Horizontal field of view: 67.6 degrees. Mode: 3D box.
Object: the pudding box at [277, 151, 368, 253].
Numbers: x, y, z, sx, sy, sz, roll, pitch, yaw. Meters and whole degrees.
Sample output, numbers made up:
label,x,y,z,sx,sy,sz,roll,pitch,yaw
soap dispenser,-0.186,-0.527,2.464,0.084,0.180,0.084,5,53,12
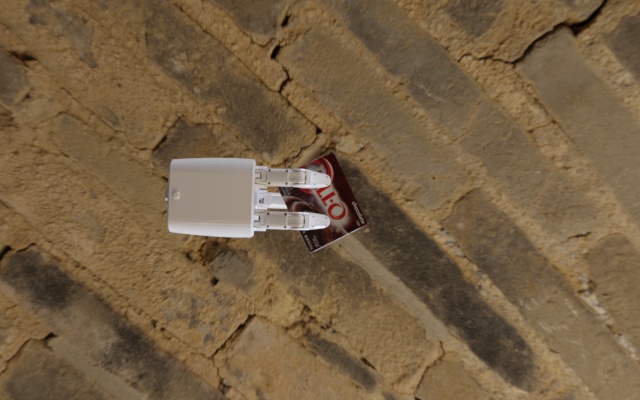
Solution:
label,x,y,z,sx,sy,sz,roll,pitch,yaw
pudding box,0.000,0.002,0.655,0.090,0.113,0.039,-26,3,-5
